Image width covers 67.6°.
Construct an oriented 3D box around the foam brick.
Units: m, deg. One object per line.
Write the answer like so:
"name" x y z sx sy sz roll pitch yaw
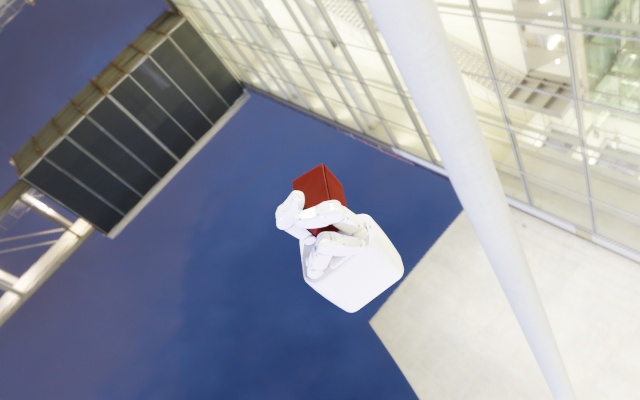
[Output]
"foam brick" 0.000 0.002 0.638 0.053 0.078 0.051 -28 -45 19
